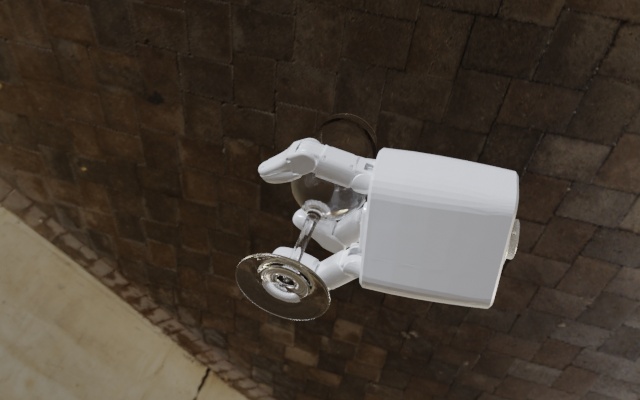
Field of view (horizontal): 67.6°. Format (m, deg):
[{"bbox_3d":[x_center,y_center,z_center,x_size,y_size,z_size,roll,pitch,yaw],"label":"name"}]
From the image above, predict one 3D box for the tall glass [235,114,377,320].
[{"bbox_3d":[0.000,0.002,0.422,0.079,0.079,0.201,0,41,22],"label":"tall glass"}]
